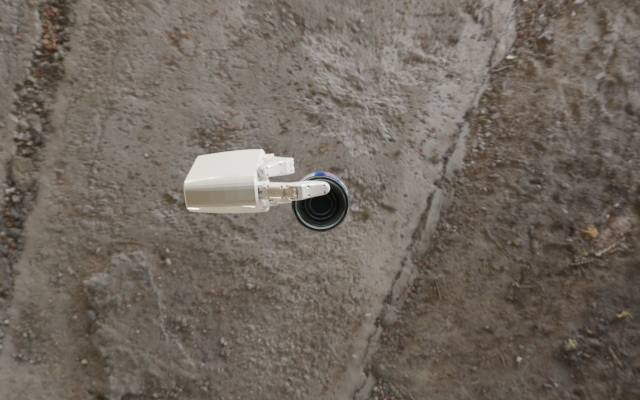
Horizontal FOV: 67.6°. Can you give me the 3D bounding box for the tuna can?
[{"bbox_3d":[0.000,0.002,0.699,0.086,0.086,0.033,0,11,-1],"label":"tuna can"}]
